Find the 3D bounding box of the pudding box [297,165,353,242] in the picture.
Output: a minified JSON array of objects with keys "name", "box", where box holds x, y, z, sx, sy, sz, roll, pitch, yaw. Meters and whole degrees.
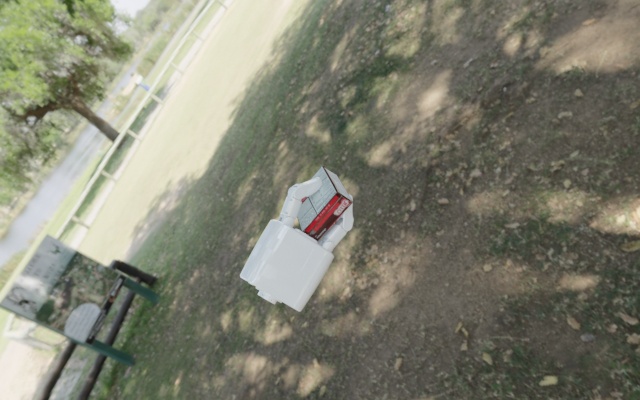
[{"name":"pudding box","box":[0.000,0.003,0.799,0.039,0.090,0.113,35,15,-28]}]
